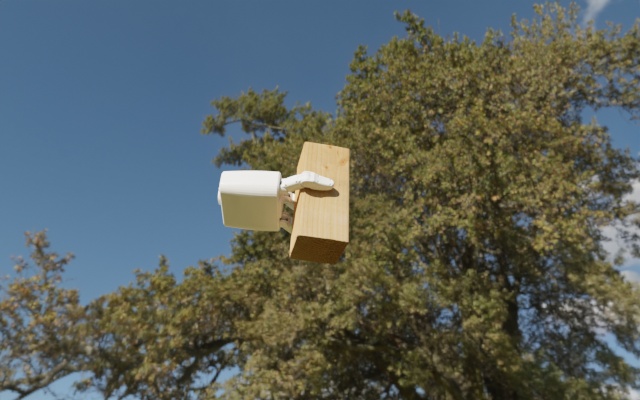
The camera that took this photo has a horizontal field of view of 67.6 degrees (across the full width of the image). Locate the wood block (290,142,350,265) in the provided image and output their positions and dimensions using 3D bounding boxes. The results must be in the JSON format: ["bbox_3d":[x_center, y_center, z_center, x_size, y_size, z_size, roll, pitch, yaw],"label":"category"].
[{"bbox_3d":[0.000,0.003,0.887,0.090,0.206,0.091,9,-34,-9],"label":"wood block"}]
